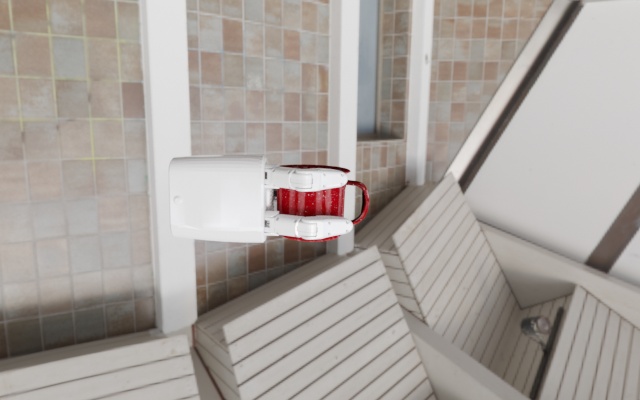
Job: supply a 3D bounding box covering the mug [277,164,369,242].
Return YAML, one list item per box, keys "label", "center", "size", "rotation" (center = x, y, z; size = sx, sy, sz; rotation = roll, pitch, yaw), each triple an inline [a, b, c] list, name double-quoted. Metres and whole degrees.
- label: "mug"
  center: [0.002, 0.002, 0.578]
  size: [0.117, 0.081, 0.093]
  rotation: [2, 10, 1]
